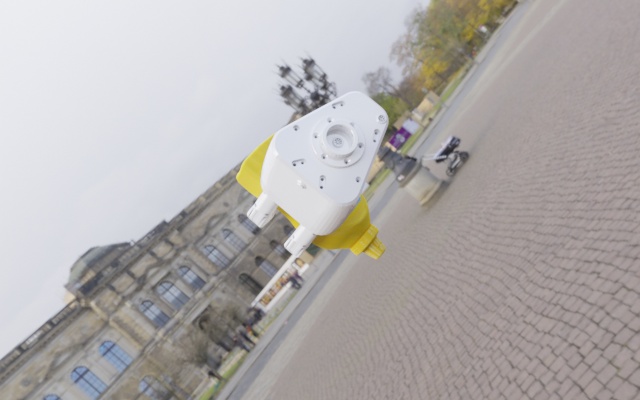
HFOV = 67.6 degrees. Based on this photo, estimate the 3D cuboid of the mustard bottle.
[{"bbox_3d":[0.000,0.002,0.573,0.096,0.191,0.058,-48,-4,-44],"label":"mustard bottle"}]
